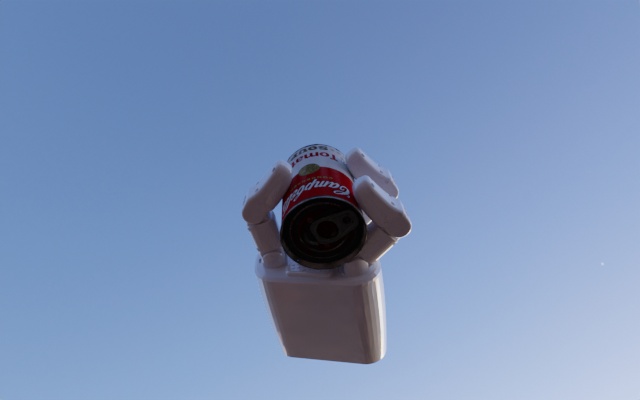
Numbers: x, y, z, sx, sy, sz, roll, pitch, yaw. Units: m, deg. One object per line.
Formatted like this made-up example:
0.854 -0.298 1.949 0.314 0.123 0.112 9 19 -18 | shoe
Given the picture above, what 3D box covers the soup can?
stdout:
0.000 0.001 0.411 0.068 0.068 0.102 0 30 -3 | soup can
